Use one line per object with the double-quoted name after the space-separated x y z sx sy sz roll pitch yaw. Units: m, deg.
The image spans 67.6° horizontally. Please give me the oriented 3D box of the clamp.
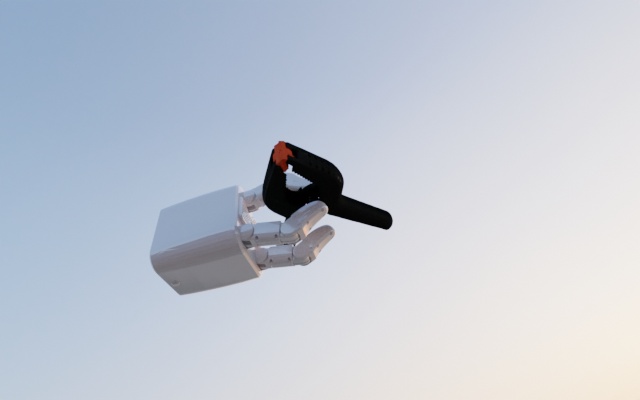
0.000 0.001 0.571 0.164 0.036 0.210 -15 -36 3 "clamp"
